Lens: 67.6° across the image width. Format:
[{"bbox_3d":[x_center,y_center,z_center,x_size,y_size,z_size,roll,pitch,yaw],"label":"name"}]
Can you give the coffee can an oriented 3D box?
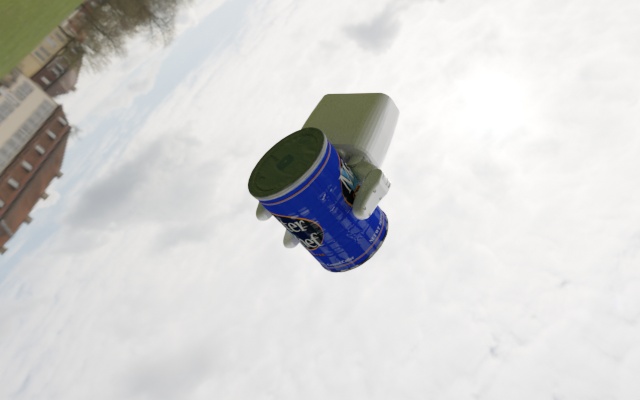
[{"bbox_3d":[0.000,0.002,0.549,0.103,0.102,0.140,0,-40,46],"label":"coffee can"}]
